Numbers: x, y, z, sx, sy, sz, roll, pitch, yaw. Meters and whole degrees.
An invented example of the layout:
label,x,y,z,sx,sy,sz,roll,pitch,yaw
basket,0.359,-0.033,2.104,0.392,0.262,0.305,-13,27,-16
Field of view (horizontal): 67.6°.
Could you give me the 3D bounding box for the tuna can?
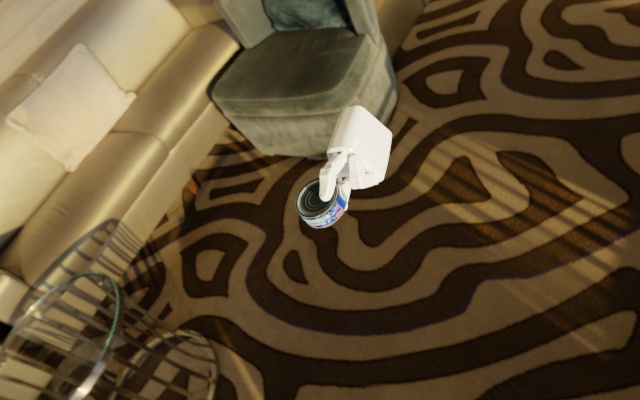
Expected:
label,x,y,z,sx,sy,sz,roll,pitch,yaw
tuna can,0.000,0.002,0.822,0.086,0.086,0.034,0,-31,33
